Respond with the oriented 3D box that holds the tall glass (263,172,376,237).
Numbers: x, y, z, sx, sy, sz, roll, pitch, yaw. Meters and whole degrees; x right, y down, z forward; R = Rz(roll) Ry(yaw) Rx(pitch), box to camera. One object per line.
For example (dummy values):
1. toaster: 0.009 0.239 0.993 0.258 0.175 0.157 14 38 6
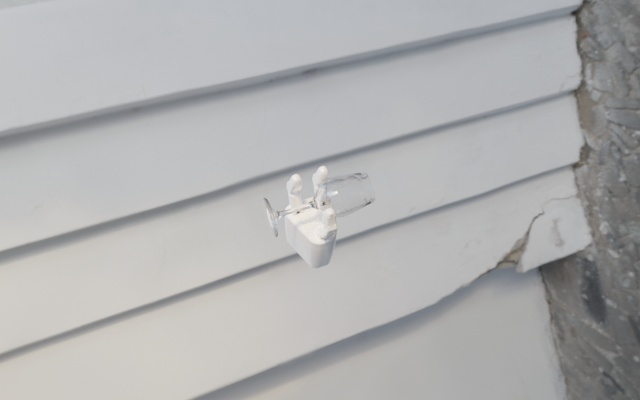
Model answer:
1. tall glass: 0.000 0.003 0.885 0.201 0.079 0.079 -17 5 -16
